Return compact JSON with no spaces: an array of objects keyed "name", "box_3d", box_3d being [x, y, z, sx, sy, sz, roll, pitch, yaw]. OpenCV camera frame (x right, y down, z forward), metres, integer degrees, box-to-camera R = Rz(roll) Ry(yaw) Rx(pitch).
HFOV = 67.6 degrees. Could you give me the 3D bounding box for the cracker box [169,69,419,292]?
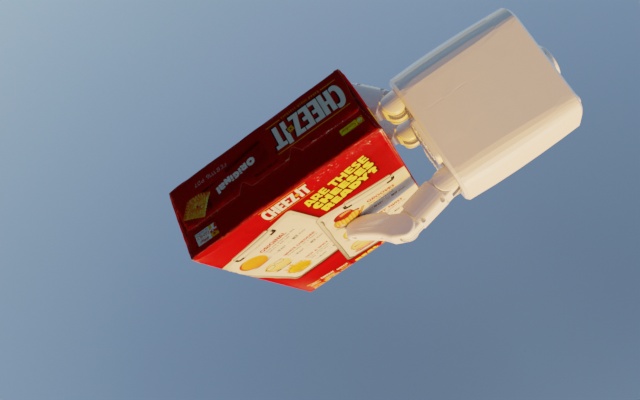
[{"name":"cracker box","box_3d":[0.000,0.002,0.430,0.164,0.072,0.214,-35,-26,10]}]
